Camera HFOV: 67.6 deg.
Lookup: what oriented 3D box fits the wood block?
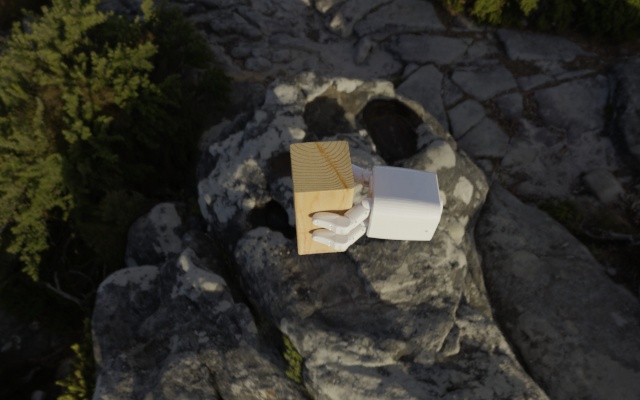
[{"bbox_3d":[0.000,0.002,0.785,0.090,0.090,0.206,-4,-32,-3],"label":"wood block"}]
